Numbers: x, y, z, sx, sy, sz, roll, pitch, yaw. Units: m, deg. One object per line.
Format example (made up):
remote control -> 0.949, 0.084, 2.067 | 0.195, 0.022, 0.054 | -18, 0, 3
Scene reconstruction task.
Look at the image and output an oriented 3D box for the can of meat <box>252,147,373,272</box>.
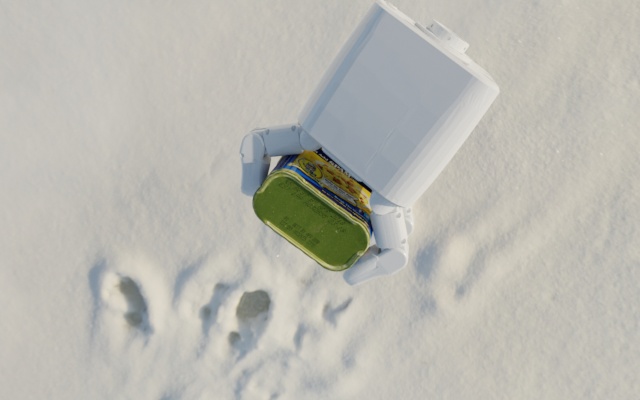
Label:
can of meat -> 0.000, 0.001, 0.404 | 0.102, 0.057, 0.084 | 36, 26, -5
